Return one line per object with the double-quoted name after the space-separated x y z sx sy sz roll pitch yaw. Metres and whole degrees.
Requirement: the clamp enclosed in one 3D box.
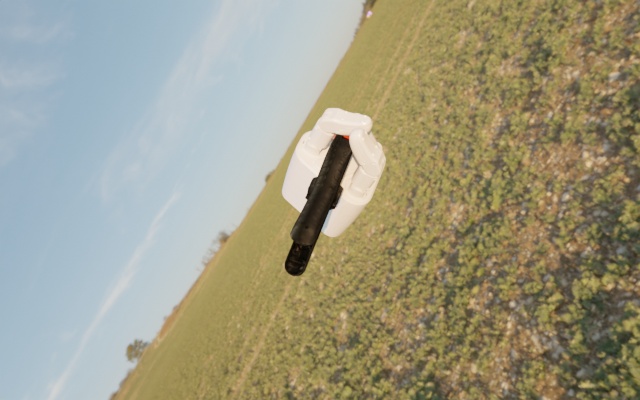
0.000 0.001 0.527 0.039 0.171 0.120 27 -34 -1 "clamp"
